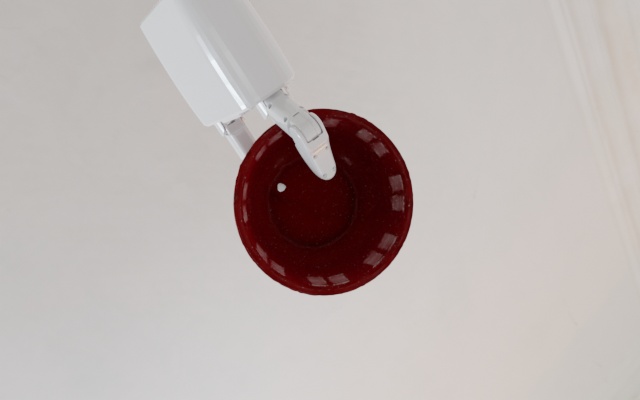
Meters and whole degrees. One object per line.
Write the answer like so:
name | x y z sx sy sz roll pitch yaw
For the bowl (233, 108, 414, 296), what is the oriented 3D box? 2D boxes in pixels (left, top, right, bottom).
bowl | 0.000 0.003 0.436 0.162 0.162 0.055 0 0 -15
